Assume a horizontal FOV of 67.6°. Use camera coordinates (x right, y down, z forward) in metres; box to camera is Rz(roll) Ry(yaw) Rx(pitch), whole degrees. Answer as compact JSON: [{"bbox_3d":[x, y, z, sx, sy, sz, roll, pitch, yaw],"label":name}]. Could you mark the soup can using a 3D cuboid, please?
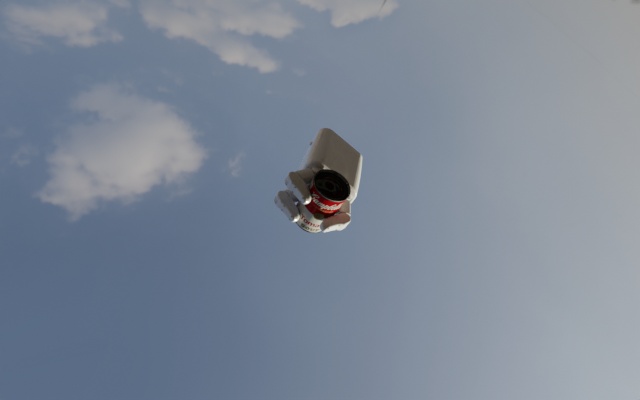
[{"bbox_3d":[0.000,0.003,0.833,0.068,0.068,0.102,0,-35,-29],"label":"soup can"}]
